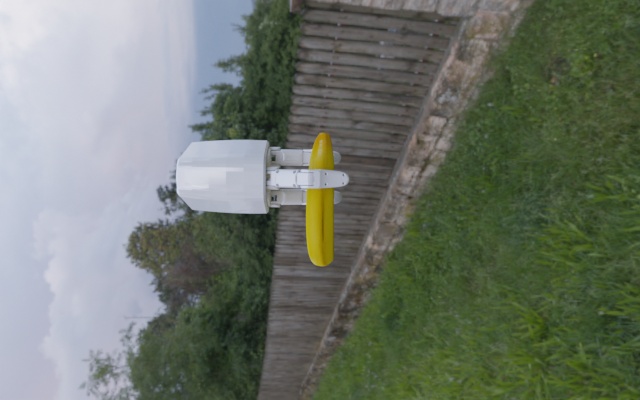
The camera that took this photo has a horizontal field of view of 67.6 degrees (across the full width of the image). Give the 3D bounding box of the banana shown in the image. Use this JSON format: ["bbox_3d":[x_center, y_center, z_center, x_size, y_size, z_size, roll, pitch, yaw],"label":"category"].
[{"bbox_3d":[0.000,0.014,0.624,0.037,0.198,0.069,0,28,1],"label":"banana"}]
